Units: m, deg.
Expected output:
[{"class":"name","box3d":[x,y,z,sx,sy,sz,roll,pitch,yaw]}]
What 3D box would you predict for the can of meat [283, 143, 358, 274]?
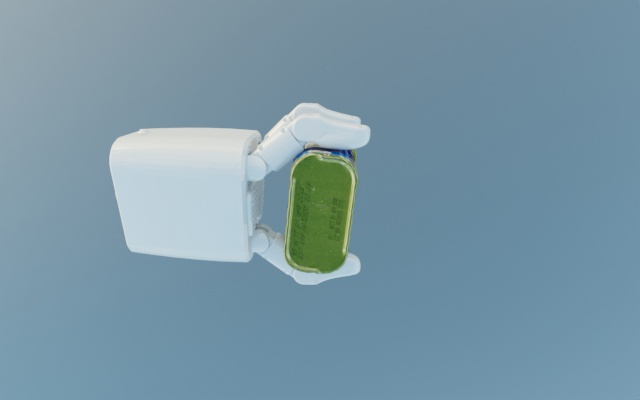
[{"class":"can of meat","box3d":[0.000,0.002,0.403,0.057,0.102,0.084,6,16,0]}]
